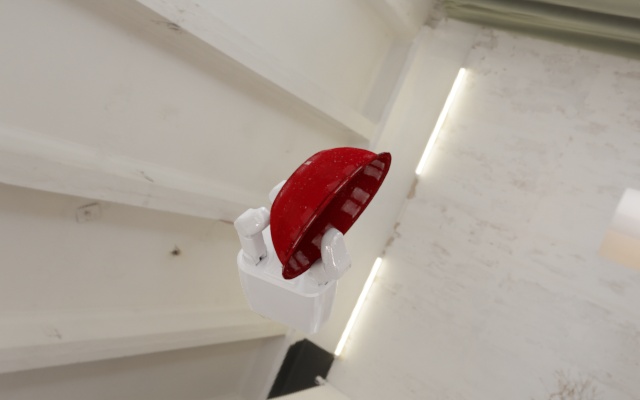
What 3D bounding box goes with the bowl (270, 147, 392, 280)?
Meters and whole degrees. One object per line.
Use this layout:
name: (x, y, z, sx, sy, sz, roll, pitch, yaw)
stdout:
bowl: (0.000, 0.000, 0.480, 0.055, 0.162, 0.162, 40, 12, 14)
